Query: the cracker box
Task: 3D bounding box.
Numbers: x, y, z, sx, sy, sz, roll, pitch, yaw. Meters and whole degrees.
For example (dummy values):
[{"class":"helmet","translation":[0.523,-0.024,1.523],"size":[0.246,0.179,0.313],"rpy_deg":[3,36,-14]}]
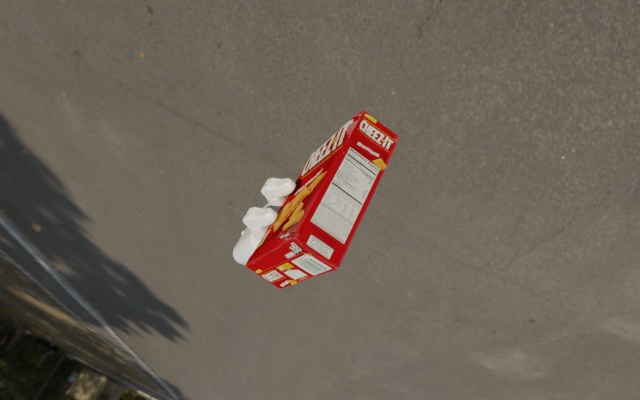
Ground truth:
[{"class":"cracker box","translation":[0.000,0.002,0.641],"size":[0.072,0.213,0.164],"rpy_deg":[36,-30,-13]}]
